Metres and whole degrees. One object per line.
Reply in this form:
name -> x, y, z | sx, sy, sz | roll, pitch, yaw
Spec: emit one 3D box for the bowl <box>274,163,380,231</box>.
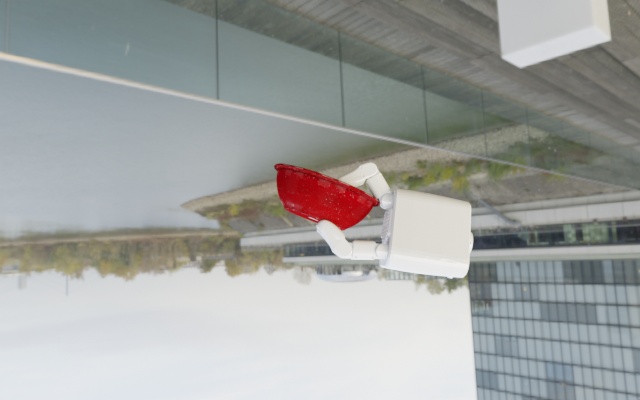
bowl -> -0.001, 0.002, 0.683 | 0.162, 0.055, 0.162 | 20, -6, 2
